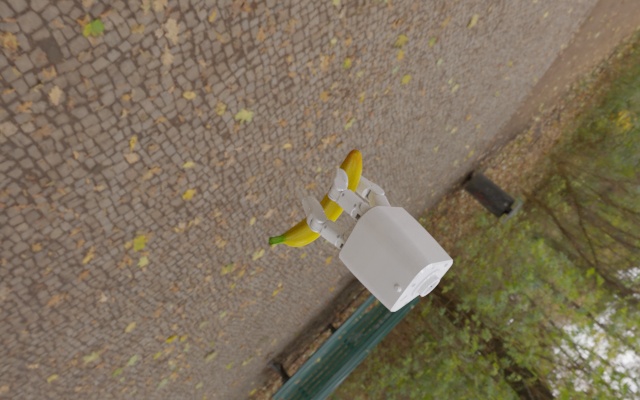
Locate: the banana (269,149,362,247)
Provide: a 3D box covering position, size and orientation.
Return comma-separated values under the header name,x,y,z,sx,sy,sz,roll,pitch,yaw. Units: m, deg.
name,x,y,z,sx,sy,sz,roll,pitch,yaw
banana,0.008,0.008,0.726,0.037,0.198,0.069,50,16,29
